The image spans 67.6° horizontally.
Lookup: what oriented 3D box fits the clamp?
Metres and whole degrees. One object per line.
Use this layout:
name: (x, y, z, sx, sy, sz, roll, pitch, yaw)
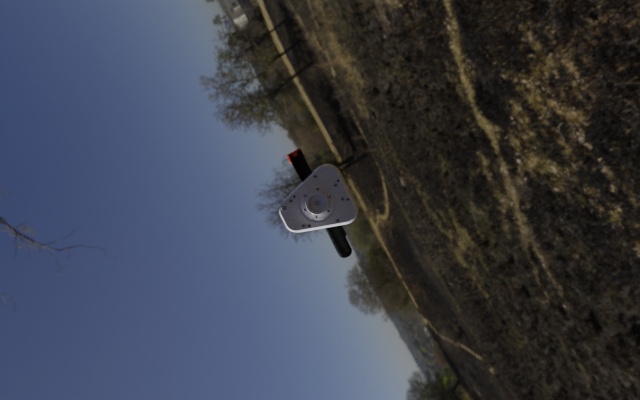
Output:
clamp: (-0.001, 0.003, 0.891, 0.036, 0.210, 0.164, -28, 0, 2)
